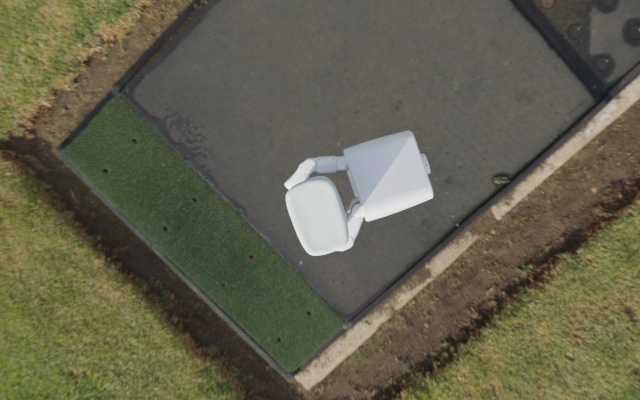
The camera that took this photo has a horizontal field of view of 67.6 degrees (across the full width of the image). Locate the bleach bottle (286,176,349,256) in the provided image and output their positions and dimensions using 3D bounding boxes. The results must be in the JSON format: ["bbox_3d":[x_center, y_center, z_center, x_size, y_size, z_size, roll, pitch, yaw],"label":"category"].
[{"bbox_3d":[0.000,0.002,0.723,0.068,0.102,0.251,-18,9,4],"label":"bleach bottle"}]
